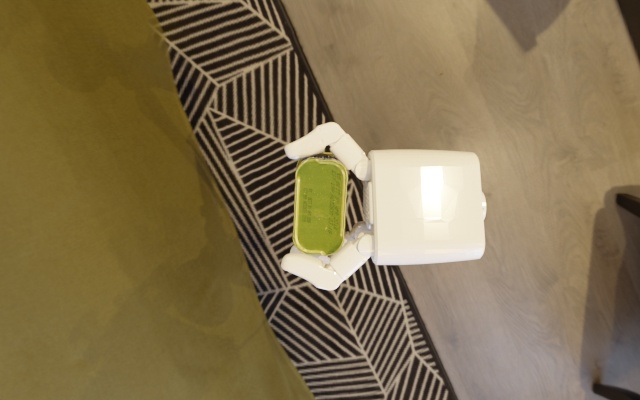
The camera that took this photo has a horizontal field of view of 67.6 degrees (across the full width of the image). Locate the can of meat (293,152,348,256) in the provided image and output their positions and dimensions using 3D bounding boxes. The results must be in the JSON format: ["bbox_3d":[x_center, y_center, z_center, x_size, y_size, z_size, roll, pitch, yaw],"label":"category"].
[{"bbox_3d":[0.000,0.002,0.505,0.057,0.102,0.084,2,8,0],"label":"can of meat"}]
